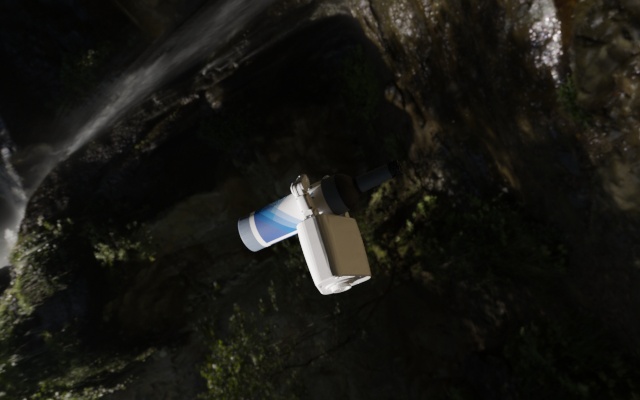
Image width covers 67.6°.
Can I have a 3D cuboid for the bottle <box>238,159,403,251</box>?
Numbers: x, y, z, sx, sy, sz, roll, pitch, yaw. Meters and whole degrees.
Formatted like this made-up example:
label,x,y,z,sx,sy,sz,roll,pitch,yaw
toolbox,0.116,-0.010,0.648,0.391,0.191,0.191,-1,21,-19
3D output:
label,x,y,z,sx,sy,sz,roll,pitch,yaw
bottle,0.000,0.003,0.814,0.296,0.069,0.069,-24,-7,17
